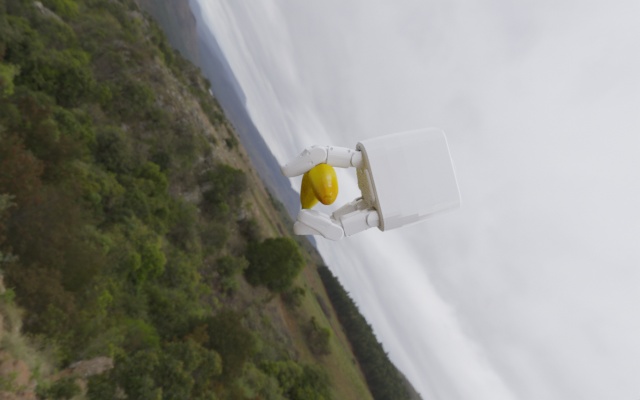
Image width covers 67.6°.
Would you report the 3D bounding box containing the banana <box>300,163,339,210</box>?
[{"bbox_3d":[-0.002,-0.016,0.620,0.037,0.069,0.198,-3,-8,-8],"label":"banana"}]
